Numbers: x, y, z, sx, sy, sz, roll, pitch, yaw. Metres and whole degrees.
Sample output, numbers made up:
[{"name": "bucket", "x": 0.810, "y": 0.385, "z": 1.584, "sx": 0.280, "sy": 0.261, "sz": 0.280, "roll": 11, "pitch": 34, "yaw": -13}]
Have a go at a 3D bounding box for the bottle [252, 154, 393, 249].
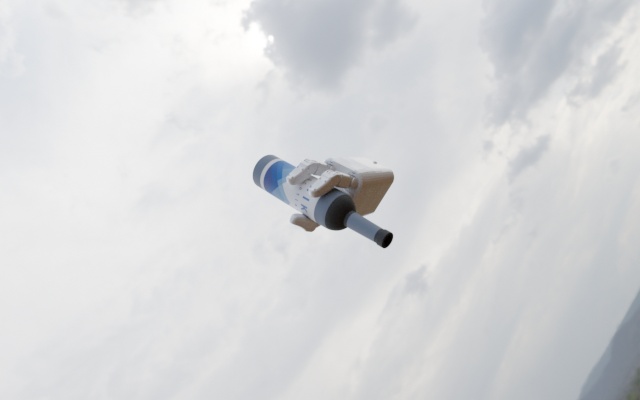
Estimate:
[{"name": "bottle", "x": 0.000, "y": 0.003, "z": 0.811, "sx": 0.295, "sy": 0.069, "sz": 0.069, "roll": 30, "pitch": 19, "yaw": 37}]
